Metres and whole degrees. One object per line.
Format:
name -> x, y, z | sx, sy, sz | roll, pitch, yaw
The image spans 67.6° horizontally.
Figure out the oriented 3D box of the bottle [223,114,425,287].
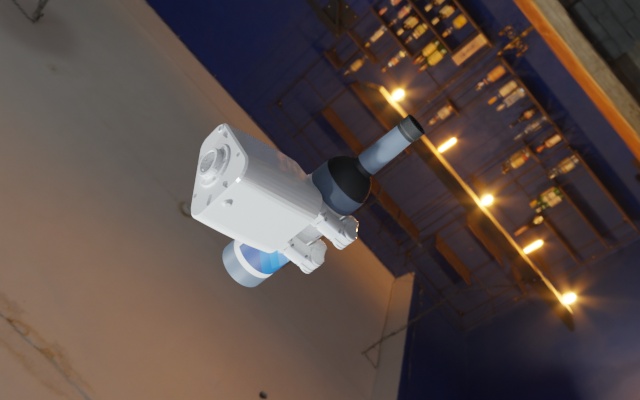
bottle -> 0.000, 0.002, 0.575 | 0.296, 0.069, 0.069 | -39, -19, 24
